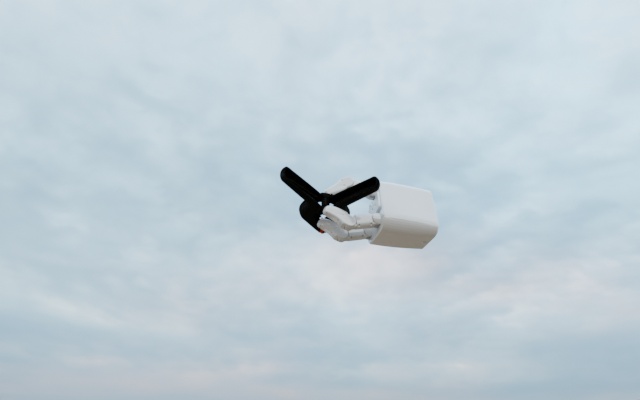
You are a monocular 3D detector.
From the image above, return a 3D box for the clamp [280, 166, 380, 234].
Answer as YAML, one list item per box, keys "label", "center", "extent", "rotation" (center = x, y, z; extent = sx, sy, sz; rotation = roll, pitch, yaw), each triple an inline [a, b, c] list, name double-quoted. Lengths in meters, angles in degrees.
- label: "clamp"
  center: [0.000, 0.002, 0.858]
  extent: [0.164, 0.036, 0.210]
  rotation: [10, -28, -7]
